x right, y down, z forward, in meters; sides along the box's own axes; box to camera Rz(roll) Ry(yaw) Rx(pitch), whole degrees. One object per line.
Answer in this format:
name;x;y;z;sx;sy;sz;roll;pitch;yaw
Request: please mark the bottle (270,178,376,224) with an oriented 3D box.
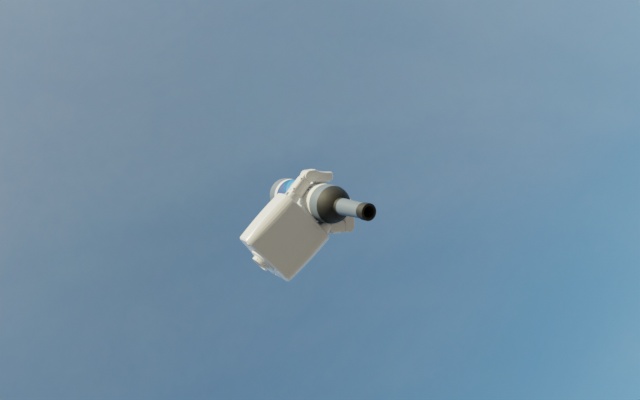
bottle;0.000;0.003;0.843;0.069;0.069;0.295;0;6;-30
